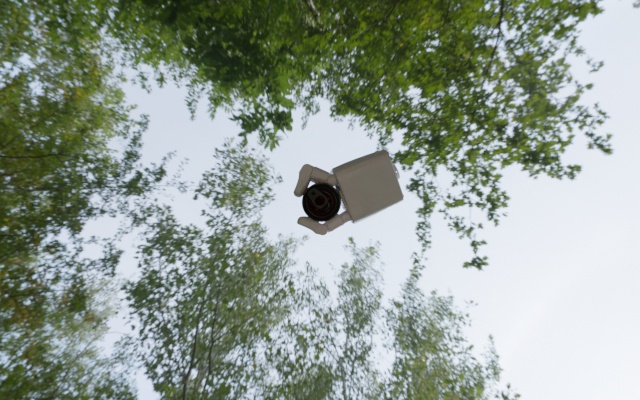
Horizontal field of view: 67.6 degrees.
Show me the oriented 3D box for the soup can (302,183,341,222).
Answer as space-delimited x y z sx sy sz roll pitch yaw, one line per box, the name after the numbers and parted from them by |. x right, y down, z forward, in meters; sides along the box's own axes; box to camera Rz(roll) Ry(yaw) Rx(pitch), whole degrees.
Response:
0.000 0.003 0.867 0.068 0.068 0.102 0 0 -2 | soup can
